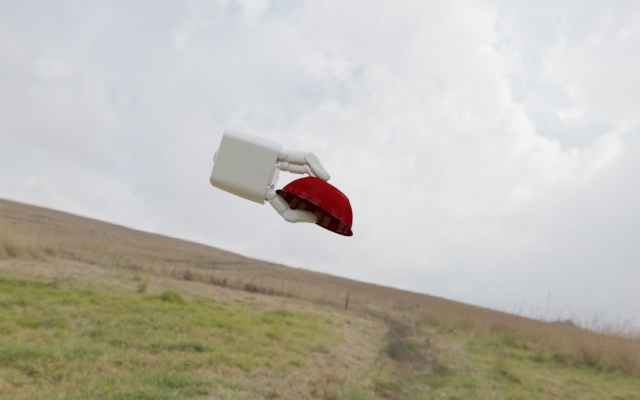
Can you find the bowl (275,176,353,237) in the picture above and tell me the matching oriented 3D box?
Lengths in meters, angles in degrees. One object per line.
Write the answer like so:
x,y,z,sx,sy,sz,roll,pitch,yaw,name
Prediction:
0.001,0.003,0.865,0.162,0.055,0.162,29,-13,7,bowl
